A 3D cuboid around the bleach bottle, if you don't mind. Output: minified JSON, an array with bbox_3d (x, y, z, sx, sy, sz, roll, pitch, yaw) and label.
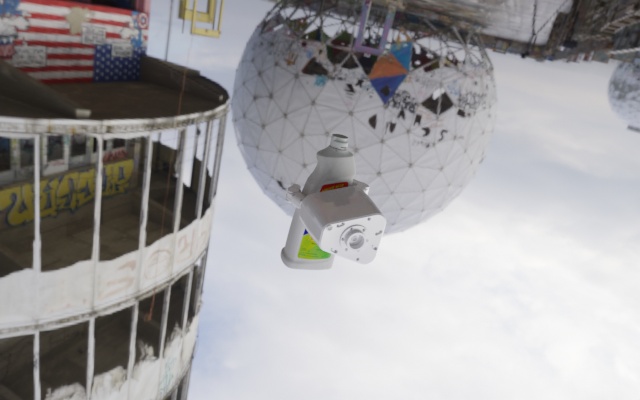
[{"bbox_3d":[0.000,0.003,0.863,0.102,0.251,0.068,5,22,-20],"label":"bleach bottle"}]
